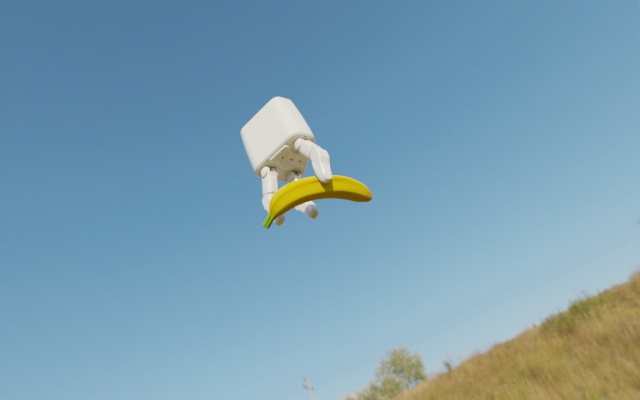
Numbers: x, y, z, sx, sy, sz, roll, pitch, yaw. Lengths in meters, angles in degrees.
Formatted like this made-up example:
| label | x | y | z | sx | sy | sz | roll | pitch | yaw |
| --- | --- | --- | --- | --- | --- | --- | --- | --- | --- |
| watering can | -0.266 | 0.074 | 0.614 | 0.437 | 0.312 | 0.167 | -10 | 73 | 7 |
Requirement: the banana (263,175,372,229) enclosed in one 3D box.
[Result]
| label | x | y | z | sx | sy | sz | roll | pitch | yaw |
| --- | --- | --- | --- | --- | --- | --- | --- | --- | --- |
| banana | -0.001 | -0.010 | 0.764 | 0.198 | 0.070 | 0.037 | -13 | 48 | -21 |
